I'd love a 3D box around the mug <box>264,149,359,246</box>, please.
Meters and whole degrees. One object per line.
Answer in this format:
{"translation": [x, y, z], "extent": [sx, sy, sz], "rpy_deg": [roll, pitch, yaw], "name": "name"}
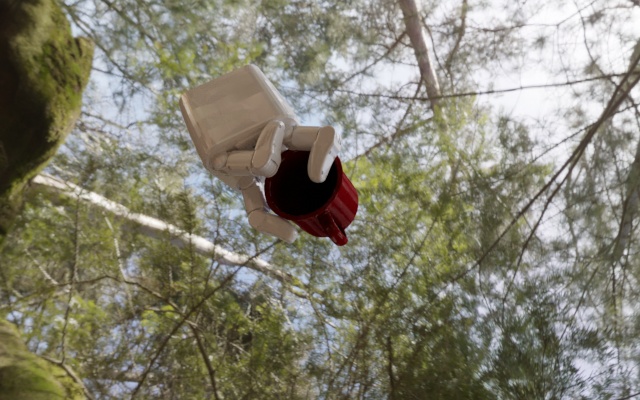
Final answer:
{"translation": [0.001, 0.003, 0.541], "extent": [0.093, 0.117, 0.081], "rpy_deg": [-35, -31, 6], "name": "mug"}
